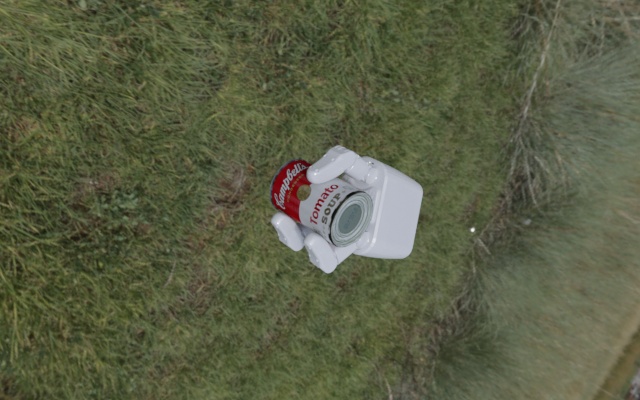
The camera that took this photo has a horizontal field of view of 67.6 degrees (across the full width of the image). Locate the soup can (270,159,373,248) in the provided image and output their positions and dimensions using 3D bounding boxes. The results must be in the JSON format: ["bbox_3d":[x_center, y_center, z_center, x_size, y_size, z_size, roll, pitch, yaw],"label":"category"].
[{"bbox_3d":[0.000,0.002,0.538,0.102,0.068,0.068,30,20,38],"label":"soup can"}]
